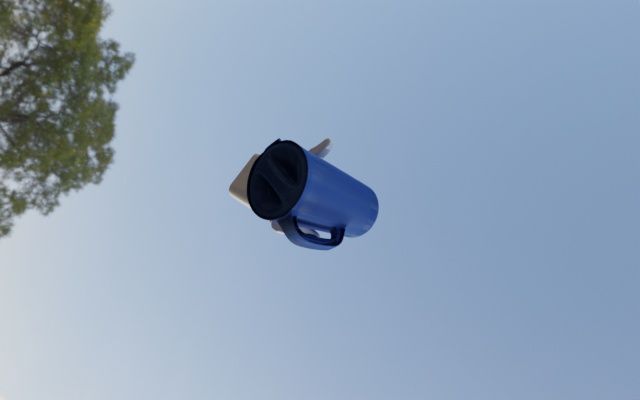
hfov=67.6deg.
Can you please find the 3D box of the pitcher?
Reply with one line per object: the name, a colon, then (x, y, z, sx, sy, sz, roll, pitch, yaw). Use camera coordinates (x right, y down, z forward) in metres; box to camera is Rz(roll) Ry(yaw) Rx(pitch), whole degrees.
pitcher: (0.000, 0.003, 0.841, 0.145, 0.149, 0.243, 24, 2, 42)
